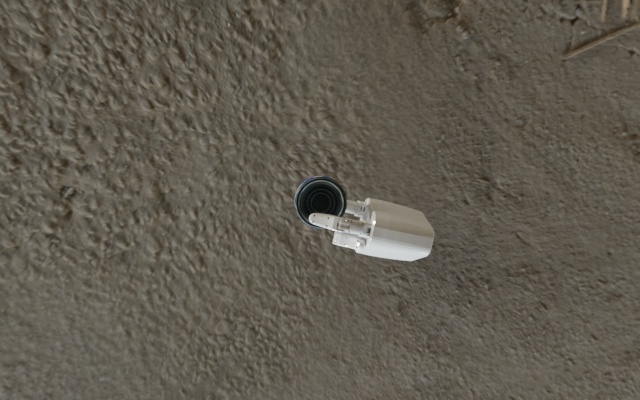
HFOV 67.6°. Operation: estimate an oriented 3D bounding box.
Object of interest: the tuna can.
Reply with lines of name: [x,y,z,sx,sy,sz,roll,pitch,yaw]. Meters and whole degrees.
tuna can: [0.000,0.003,0.779,0.086,0.086,0.033,0,6,-3]
